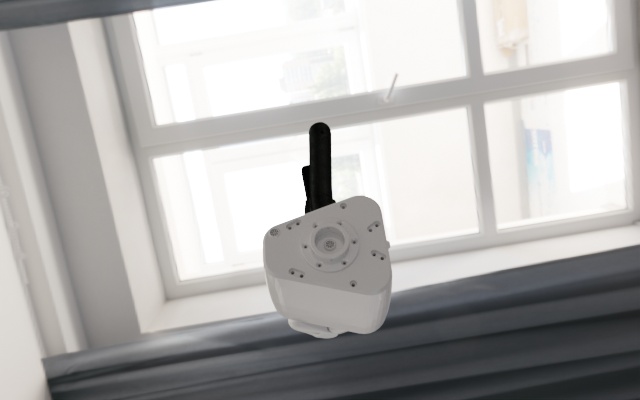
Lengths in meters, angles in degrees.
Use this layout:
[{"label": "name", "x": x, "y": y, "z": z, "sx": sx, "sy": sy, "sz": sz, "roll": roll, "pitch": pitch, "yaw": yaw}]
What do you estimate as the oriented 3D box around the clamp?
[{"label": "clamp", "x": -0.001, "y": 0.002, "z": 0.536, "sx": 0.039, "sy": 0.171, "sz": 0.120, "roll": -7, "pitch": -29, "yaw": -5}]
